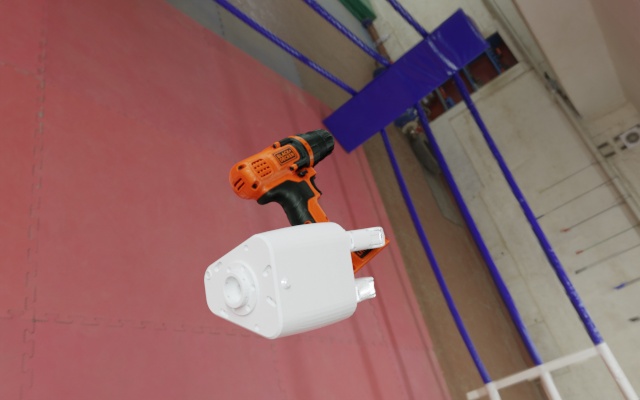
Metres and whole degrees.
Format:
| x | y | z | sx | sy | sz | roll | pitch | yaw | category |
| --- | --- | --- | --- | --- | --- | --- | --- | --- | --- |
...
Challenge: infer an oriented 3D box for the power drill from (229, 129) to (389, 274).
| x | y | z | sx | sy | sz | roll | pitch | yaw | category |
| --- | --- | --- | --- | --- | --- | --- | --- | --- | --- |
| 0.000 | 0.002 | 0.597 | 0.184 | 0.187 | 0.057 | -33 | -7 | -46 | power drill |
